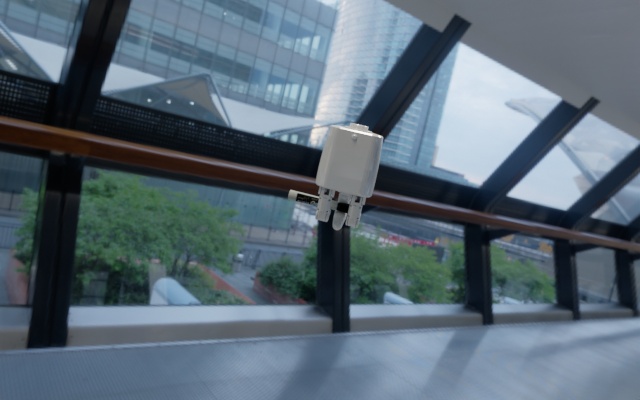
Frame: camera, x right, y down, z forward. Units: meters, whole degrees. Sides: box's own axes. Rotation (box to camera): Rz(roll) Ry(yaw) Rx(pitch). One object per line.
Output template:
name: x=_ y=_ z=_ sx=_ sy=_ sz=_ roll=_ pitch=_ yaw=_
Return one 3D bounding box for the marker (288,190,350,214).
marker: x=0.000 y=0.003 z=0.888 sx=0.121 sy=0.020 sz=0.020 roll=14 pitch=1 yaw=5
